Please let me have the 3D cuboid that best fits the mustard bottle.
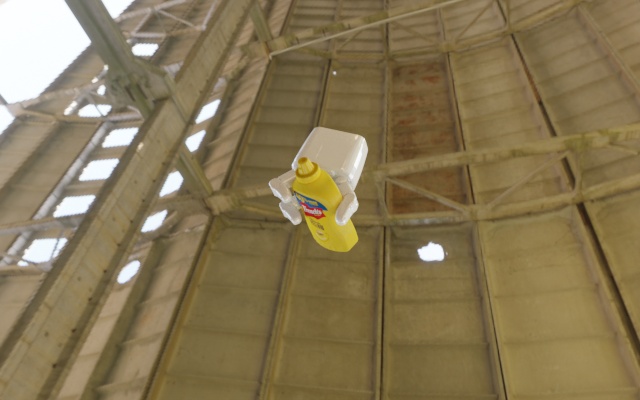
[{"bbox_3d":[0.000,0.003,0.819,0.096,0.192,0.058,25,59,41],"label":"mustard bottle"}]
